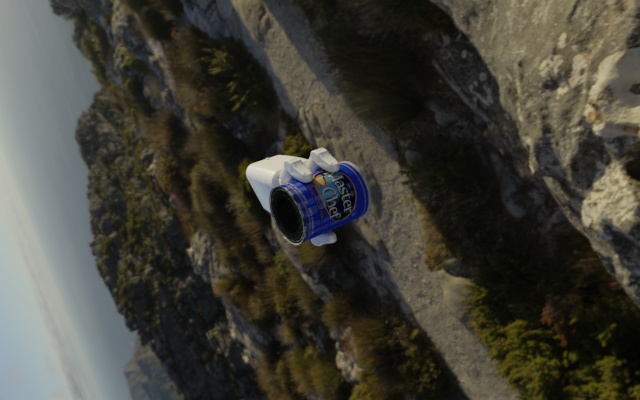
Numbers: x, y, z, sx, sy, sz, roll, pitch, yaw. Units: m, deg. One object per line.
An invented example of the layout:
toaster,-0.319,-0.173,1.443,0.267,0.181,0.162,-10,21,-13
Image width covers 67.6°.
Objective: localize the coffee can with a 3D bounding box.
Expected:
coffee can,0.000,0.003,0.801,0.140,0.103,0.103,-22,12,-31
